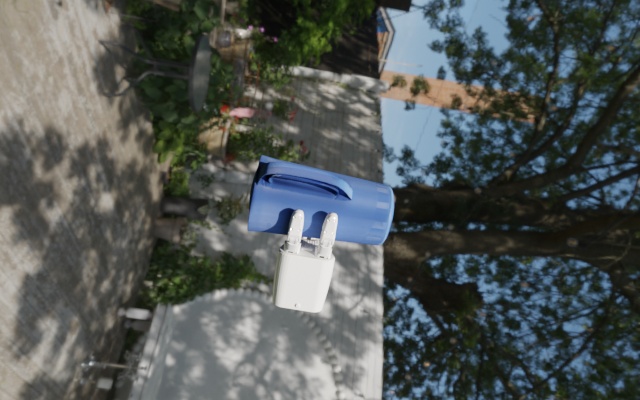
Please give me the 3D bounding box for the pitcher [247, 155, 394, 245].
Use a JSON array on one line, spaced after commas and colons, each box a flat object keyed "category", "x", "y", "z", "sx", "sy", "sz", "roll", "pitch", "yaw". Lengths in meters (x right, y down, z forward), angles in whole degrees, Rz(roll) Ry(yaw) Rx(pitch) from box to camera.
[{"category": "pitcher", "x": 0.000, "y": 0.003, "z": 0.822, "sx": 0.243, "sy": 0.145, "sz": 0.149, "roll": 10, "pitch": 18, "yaw": -4}]
